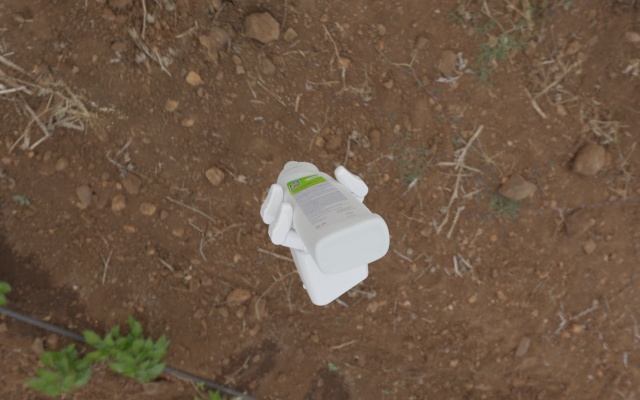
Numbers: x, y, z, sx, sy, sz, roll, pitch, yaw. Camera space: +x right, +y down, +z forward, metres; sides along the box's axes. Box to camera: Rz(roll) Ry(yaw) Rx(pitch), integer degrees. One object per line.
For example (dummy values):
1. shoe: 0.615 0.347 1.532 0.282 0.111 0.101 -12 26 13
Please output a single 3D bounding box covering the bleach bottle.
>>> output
1. bleach bottle: 0.000 0.002 0.690 0.102 0.068 0.250 -19 33 -10
